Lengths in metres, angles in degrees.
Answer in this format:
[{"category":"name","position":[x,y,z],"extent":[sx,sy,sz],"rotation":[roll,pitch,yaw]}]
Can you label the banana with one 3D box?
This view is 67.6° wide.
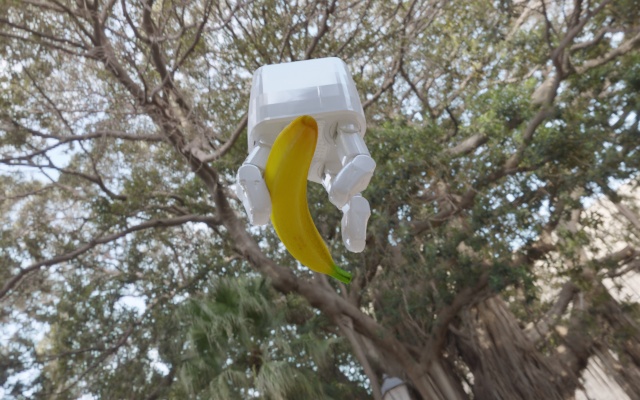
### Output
[{"category":"banana","position":[-0.017,0.004,0.436],"extent":[0.069,0.198,0.037],"rotation":[0,45,16]}]
